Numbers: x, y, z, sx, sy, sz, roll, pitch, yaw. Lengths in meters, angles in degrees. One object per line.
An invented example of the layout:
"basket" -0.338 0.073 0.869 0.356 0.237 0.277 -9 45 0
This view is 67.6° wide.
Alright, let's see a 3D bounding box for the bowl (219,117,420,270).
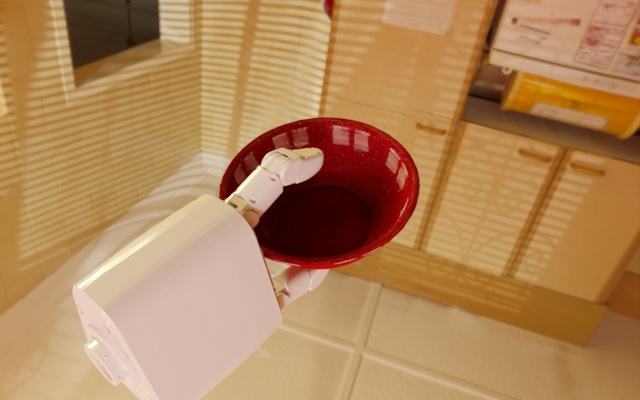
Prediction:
"bowl" 0.001 0.001 0.404 0.162 0.162 0.055 0 -41 7
